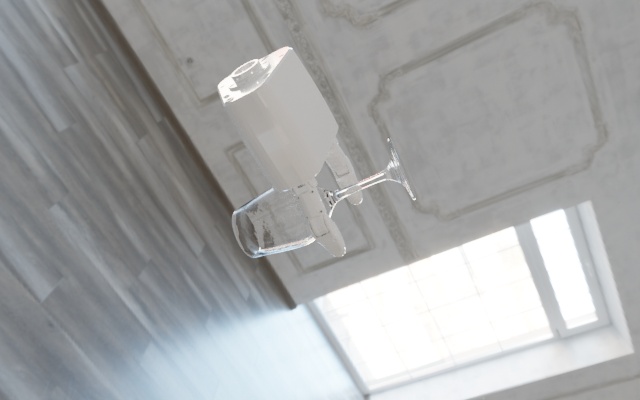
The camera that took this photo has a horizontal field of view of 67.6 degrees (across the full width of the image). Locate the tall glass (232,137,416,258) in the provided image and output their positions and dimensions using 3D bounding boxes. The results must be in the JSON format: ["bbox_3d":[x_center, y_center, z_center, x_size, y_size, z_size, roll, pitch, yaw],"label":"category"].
[{"bbox_3d":[0.001,0.002,0.543,0.201,0.079,0.079,-23,-6,14],"label":"tall glass"}]
